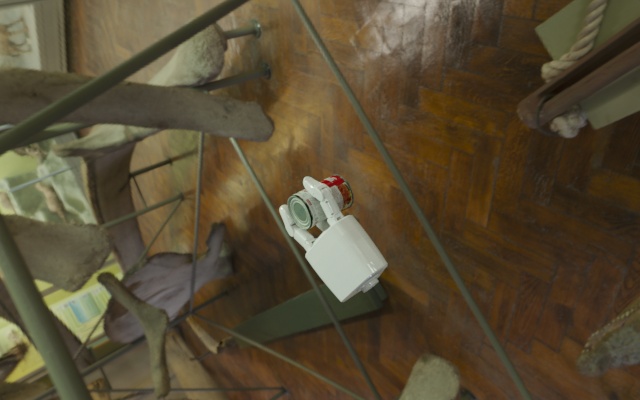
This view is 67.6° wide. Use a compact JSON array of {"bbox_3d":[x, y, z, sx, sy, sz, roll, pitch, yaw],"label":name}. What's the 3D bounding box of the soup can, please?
[{"bbox_3d":[0.000,0.002,0.859,0.102,0.068,0.068,-27,15,-33],"label":"soup can"}]
